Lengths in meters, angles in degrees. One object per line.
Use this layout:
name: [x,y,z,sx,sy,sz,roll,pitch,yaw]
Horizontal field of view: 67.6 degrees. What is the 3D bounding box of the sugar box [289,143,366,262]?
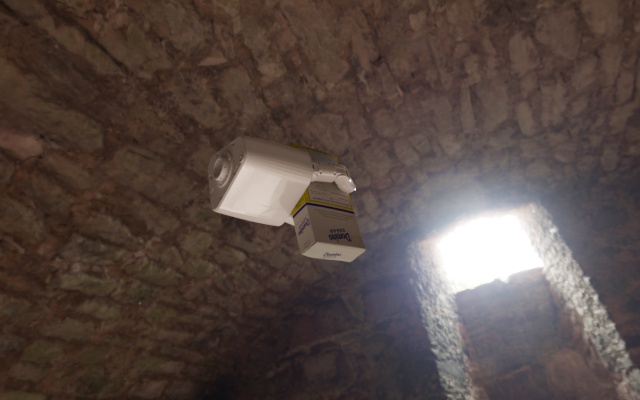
sugar box: [0.000,0.003,0.711,0.093,0.176,0.048,13,-39,-35]
